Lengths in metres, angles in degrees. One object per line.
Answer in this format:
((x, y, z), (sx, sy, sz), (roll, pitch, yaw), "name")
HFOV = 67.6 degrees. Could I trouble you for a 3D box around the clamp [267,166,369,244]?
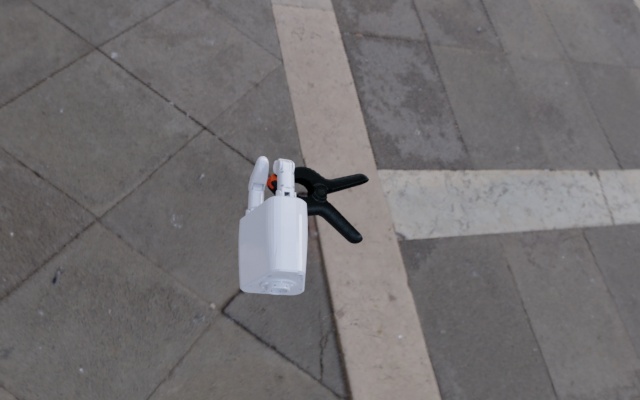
((0.000, 0.002, 0.742), (0.171, 0.120, 0.039), (8, -29, -19), "clamp")
